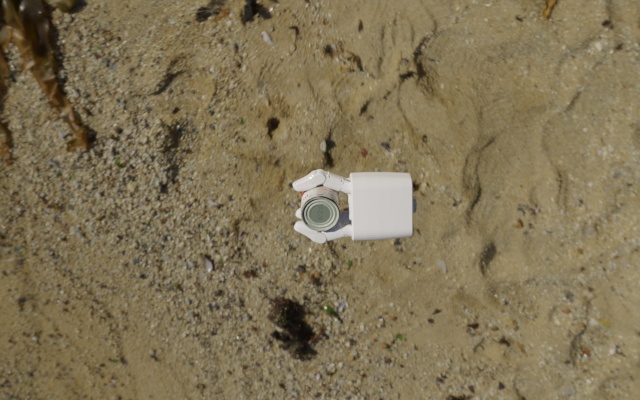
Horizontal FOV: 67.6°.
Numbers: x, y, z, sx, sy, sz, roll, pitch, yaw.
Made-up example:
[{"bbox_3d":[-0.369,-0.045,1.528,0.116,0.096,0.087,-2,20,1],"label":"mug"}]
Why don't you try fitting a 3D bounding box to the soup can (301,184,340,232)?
[{"bbox_3d":[0.000,0.003,0.845,0.068,0.068,0.102,0,25,0],"label":"soup can"}]
